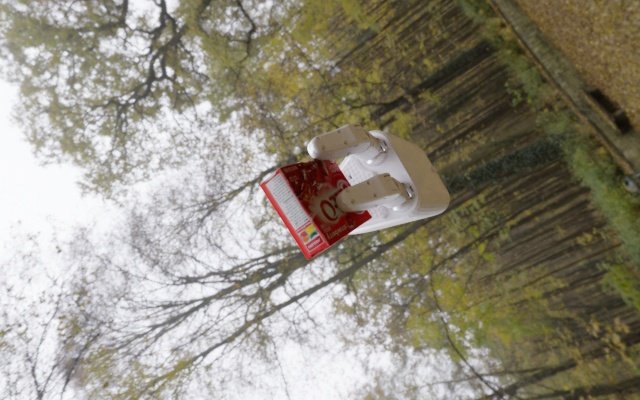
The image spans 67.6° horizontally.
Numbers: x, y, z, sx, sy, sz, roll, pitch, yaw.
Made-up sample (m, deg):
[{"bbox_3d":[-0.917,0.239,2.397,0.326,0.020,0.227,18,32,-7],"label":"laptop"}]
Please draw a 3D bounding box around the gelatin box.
[{"bbox_3d":[0.000,0.002,0.410,0.030,0.073,0.089,-36,-6,31],"label":"gelatin box"}]
